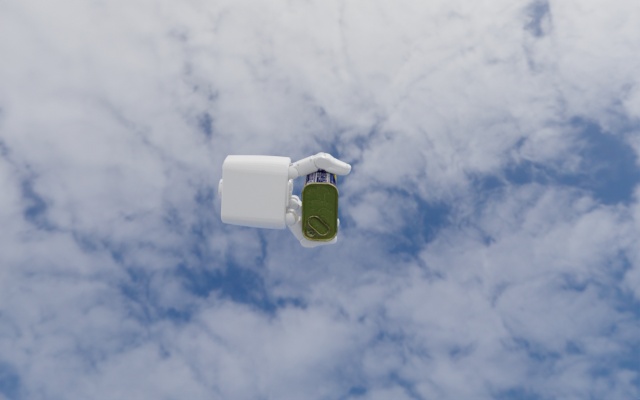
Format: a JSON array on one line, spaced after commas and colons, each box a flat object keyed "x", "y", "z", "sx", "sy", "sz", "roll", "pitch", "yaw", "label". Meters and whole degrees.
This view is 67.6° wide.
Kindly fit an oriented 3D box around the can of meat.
[{"x": 0.000, "y": 0.002, "z": 0.782, "sx": 0.057, "sy": 0.102, "sz": 0.084, "roll": 1, "pitch": 25, "yaw": 2, "label": "can of meat"}]
